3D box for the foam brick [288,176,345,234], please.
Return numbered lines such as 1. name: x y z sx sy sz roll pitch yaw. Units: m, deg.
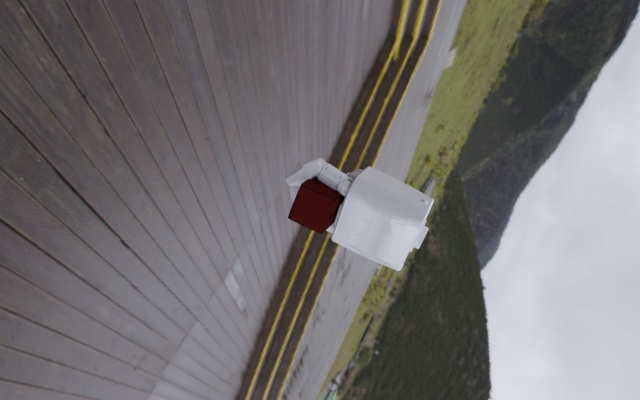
1. foam brick: 0.000 0.002 0.647 0.051 0.053 0.078 27 23 11
